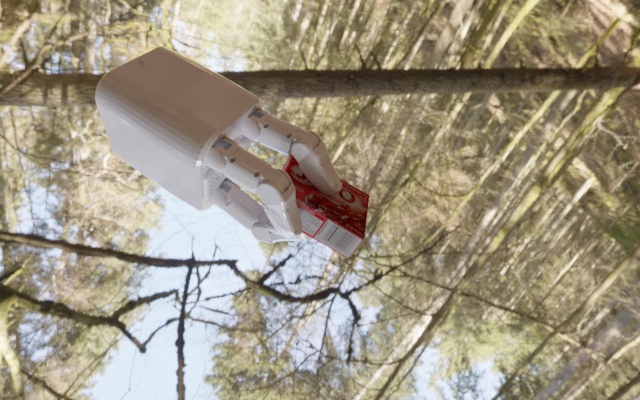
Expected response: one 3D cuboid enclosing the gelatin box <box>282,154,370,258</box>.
[{"bbox_3d":[0.000,0.002,0.439,0.089,0.030,0.073,30,32,-10],"label":"gelatin box"}]
